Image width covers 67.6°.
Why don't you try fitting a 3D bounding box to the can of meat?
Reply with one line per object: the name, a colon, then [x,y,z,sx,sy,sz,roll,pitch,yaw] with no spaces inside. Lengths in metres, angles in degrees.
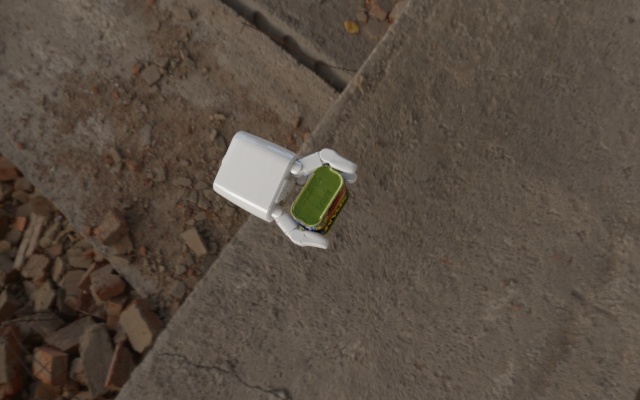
can of meat: [0.000,0.002,0.752,0.057,0.102,0.084,30,-10,13]
